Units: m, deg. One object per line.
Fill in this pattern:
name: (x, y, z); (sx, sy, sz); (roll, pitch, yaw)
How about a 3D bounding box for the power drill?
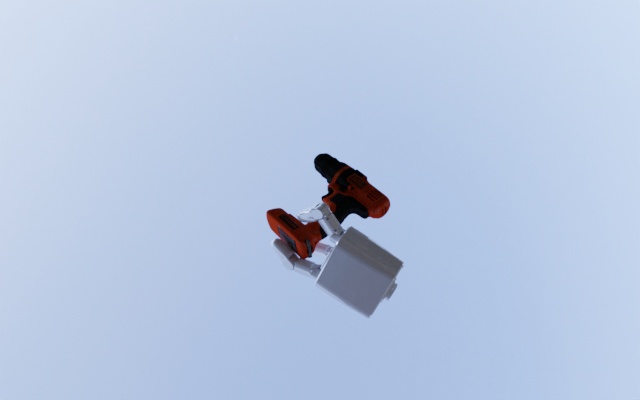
power drill: (0.000, 0.003, 0.842); (0.187, 0.057, 0.184); (-35, 52, -21)
